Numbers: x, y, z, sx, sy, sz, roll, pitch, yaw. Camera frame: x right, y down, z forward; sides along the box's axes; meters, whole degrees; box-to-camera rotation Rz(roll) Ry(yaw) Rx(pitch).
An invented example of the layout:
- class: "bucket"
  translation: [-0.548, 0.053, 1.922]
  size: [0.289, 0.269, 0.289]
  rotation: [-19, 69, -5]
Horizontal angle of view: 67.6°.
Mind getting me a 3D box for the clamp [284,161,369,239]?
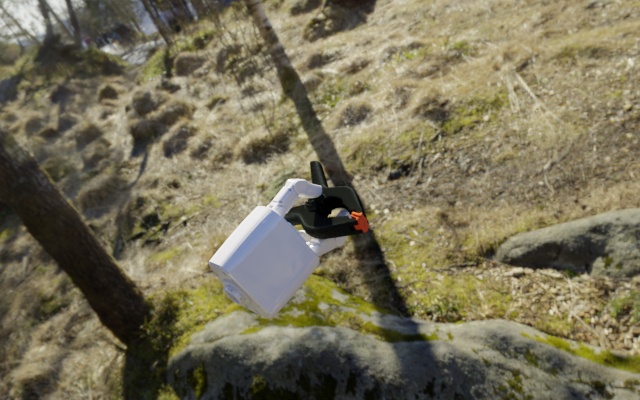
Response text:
- class: "clamp"
  translation: [0.000, 0.002, 0.723]
  size: [0.210, 0.036, 0.164]
  rotation: [10, 52, 46]
